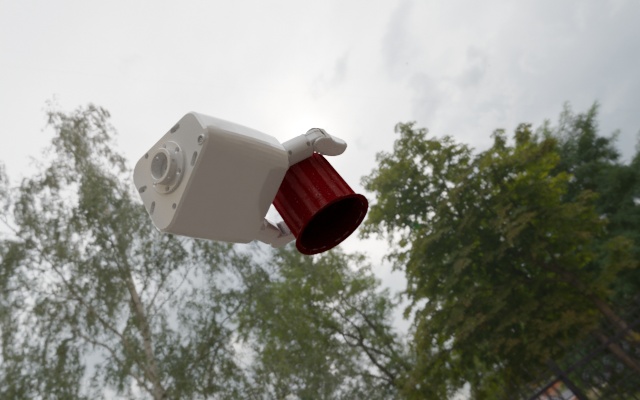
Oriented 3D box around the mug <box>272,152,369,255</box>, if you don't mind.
[{"bbox_3d":[0.001,0.002,0.543,0.117,0.093,0.081,13,33,-52],"label":"mug"}]
